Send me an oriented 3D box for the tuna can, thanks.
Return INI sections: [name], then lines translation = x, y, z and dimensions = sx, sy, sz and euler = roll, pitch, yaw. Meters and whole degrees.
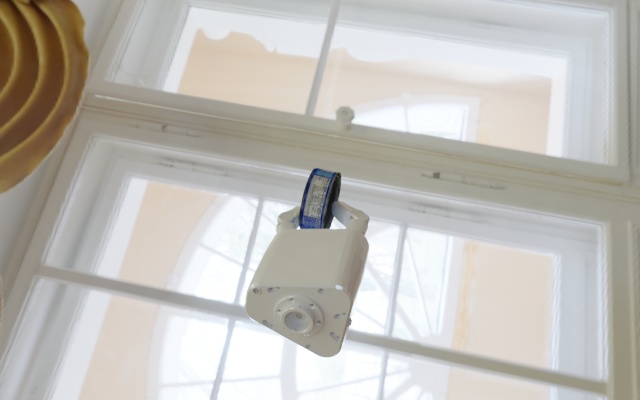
[tuna can]
translation = 0.000, 0.002, 0.616
dimensions = 0.034, 0.086, 0.086
euler = 13, 2, 10
